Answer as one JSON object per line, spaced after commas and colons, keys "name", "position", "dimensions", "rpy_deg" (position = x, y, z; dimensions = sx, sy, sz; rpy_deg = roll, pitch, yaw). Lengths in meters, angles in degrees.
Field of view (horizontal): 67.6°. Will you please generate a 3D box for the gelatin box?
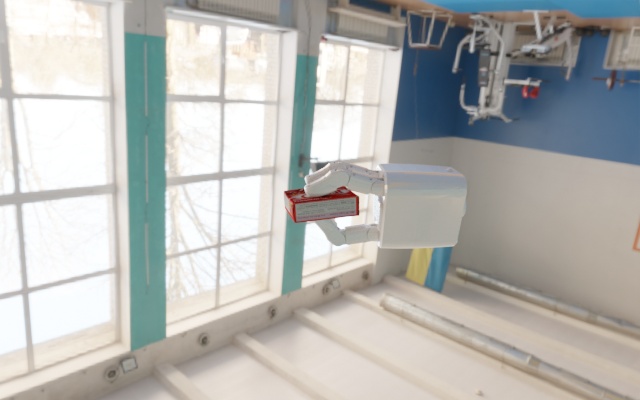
{"name": "gelatin box", "position": [0.000, 0.003, 0.640], "dimensions": [0.089, 0.030, 0.073], "rpy_deg": [-7, 16, -12]}
